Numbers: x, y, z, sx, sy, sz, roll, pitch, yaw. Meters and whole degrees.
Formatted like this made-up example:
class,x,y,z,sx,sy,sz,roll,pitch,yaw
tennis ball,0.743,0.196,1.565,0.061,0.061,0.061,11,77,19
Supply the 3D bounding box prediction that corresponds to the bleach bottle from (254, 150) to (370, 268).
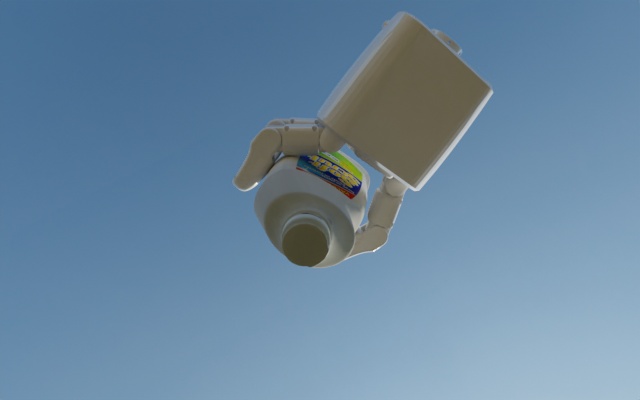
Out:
class,x,y,z,sx,sy,sz,roll,pitch,yaw
bleach bottle,0.000,0.001,0.410,0.102,0.068,0.250,34,12,-7
